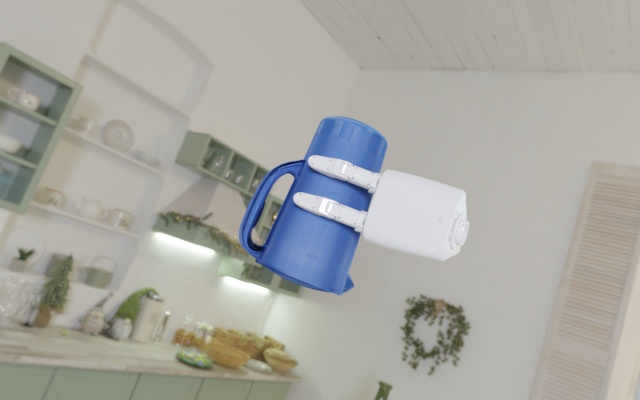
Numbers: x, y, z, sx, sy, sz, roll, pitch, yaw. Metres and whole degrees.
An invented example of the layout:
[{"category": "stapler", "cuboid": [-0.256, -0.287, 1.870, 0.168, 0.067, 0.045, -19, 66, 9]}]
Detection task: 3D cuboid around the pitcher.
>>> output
[{"category": "pitcher", "cuboid": [0.000, 0.002, 0.691, 0.145, 0.243, 0.149, 16, -10, 28]}]
